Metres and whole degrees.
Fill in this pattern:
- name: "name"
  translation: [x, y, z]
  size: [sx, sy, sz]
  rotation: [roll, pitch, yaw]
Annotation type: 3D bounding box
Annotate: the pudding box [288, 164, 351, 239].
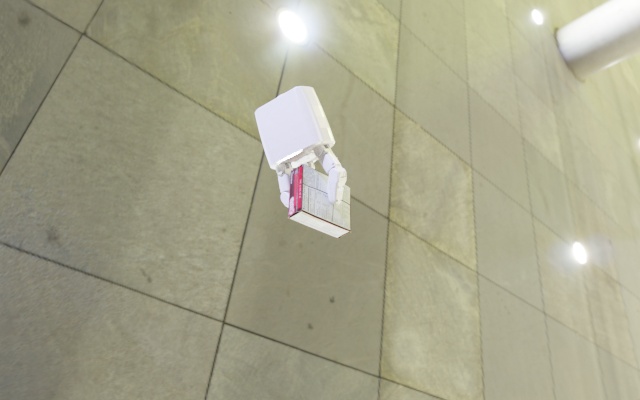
- name: "pudding box"
  translation: [0.000, 0.002, 0.788]
  size: [0.113, 0.090, 0.039]
  rotation: [24, -36, -33]
